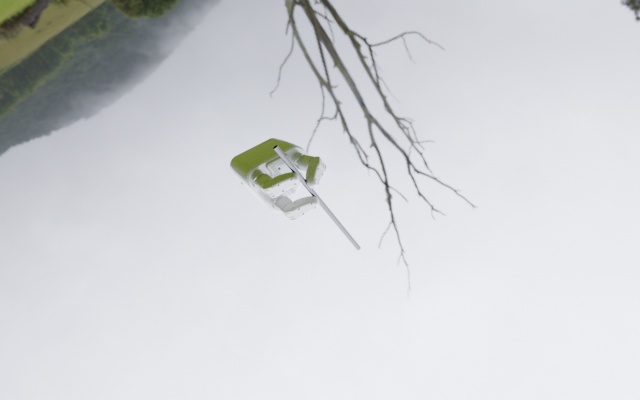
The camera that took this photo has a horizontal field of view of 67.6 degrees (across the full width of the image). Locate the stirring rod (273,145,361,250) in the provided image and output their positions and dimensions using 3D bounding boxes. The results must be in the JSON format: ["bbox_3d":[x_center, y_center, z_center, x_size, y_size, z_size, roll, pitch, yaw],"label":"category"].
[{"bbox_3d":[0.000,0.002,0.750,0.011,0.011,0.240,0,-41,46],"label":"stirring rod"}]
